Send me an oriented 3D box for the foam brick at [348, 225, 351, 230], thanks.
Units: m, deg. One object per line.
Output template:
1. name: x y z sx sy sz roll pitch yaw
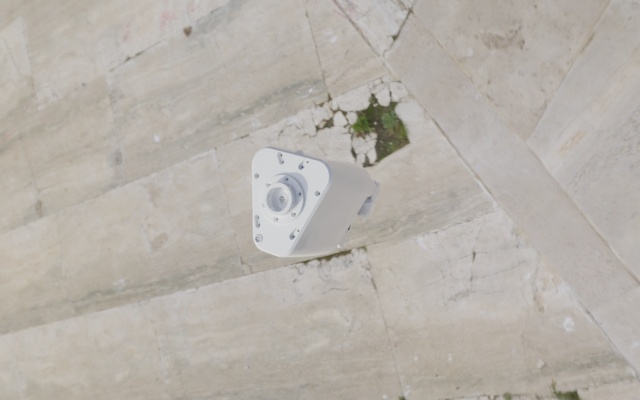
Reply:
1. foam brick: 0.000 0.002 0.596 0.078 0.053 0.051 16 4 25
